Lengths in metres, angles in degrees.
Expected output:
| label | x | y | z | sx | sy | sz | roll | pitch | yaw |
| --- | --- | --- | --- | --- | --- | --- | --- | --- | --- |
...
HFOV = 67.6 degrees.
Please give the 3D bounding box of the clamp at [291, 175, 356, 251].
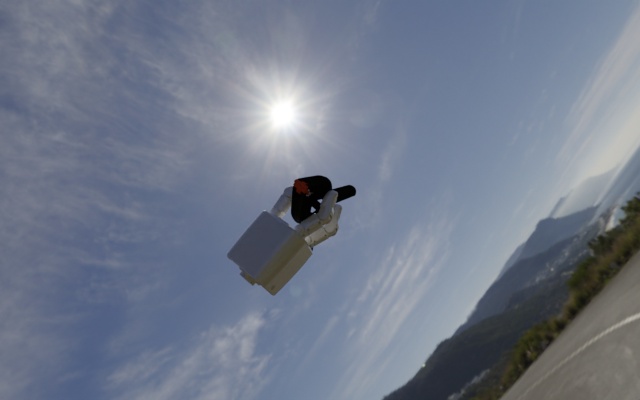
| label | x | y | z | sx | sy | sz | roll | pitch | yaw |
| --- | --- | --- | --- | --- | --- | --- | --- | --- | --- |
| clamp | -0.001 | 0.002 | 0.869 | 0.036 | 0.164 | 0.210 | 33 | -14 | 24 |
